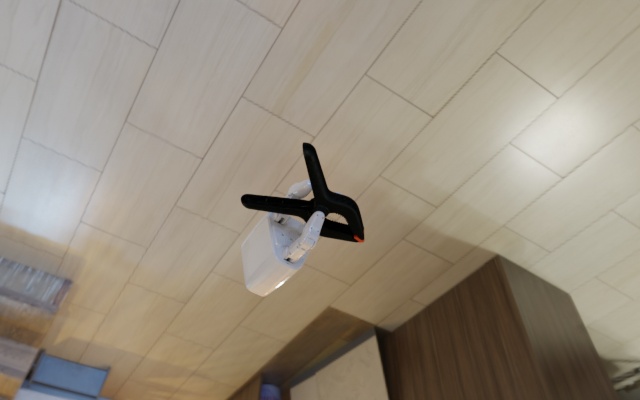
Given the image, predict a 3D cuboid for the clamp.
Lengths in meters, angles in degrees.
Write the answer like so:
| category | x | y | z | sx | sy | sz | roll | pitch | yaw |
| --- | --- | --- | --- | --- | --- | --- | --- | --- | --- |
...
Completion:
| category | x | y | z | sx | sy | sz | roll | pitch | yaw |
| --- | --- | --- | --- | --- | --- | --- | --- | --- | --- |
| clamp | 0.000 | 0.003 | 0.762 | 0.210 | 0.036 | 0.165 | 29 | -50 | -22 |
